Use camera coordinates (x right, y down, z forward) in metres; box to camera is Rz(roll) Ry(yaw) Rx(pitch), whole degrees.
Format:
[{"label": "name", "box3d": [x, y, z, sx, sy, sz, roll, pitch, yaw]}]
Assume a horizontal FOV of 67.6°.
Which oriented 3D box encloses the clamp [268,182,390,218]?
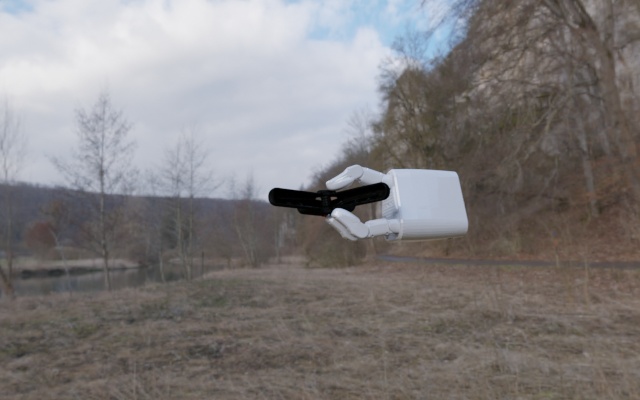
[{"label": "clamp", "box3d": [0.000, 0.002, 0.728, 0.164, 0.036, 0.210, -1, -7, -8]}]
